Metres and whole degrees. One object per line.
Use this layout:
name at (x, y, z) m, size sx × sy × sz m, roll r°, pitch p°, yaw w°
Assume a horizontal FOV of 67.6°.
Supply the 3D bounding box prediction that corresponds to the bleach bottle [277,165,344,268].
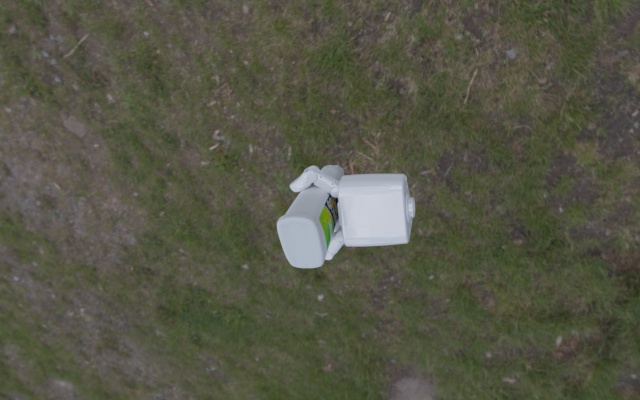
bleach bottle at (0.000, 0.003, 0.830) m, size 0.068 × 0.103 × 0.250 m, roll -2°, pitch 31°, yaw 18°
